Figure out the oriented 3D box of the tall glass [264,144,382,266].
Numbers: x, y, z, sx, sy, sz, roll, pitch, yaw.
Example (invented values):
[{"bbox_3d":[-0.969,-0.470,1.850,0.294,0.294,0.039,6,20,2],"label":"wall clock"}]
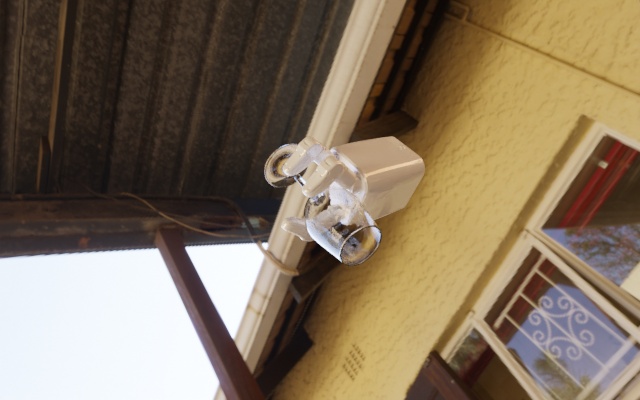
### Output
[{"bbox_3d":[0.000,0.002,0.647,0.079,0.079,0.201,0,33,-36],"label":"tall glass"}]
